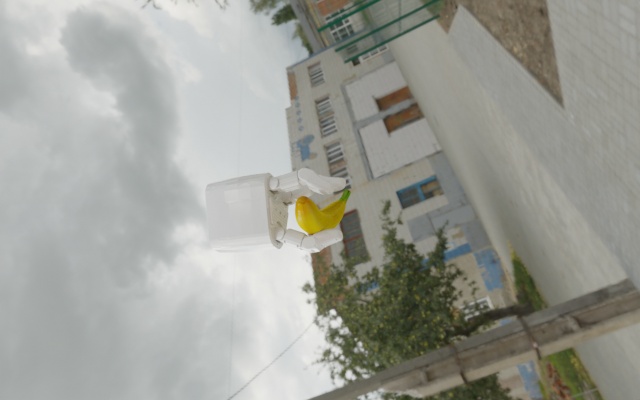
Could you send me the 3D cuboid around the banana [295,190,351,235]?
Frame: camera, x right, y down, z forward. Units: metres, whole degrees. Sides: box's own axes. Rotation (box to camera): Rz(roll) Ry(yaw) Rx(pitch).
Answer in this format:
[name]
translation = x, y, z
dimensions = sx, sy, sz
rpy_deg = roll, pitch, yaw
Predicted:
[banana]
translation = -0.001, 0.020, 0.726
dimensions = 0.037, 0.069, 0.198
rpy_deg = 10, 8, 19
